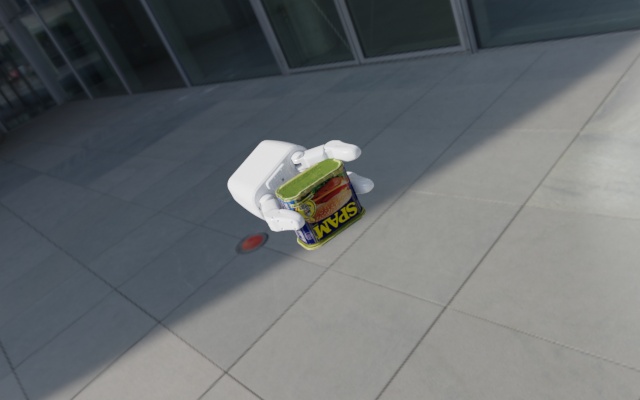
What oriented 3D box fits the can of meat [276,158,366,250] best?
[{"bbox_3d":[0.000,0.002,0.646,0.102,0.084,0.057,-34,28,-16],"label":"can of meat"}]
